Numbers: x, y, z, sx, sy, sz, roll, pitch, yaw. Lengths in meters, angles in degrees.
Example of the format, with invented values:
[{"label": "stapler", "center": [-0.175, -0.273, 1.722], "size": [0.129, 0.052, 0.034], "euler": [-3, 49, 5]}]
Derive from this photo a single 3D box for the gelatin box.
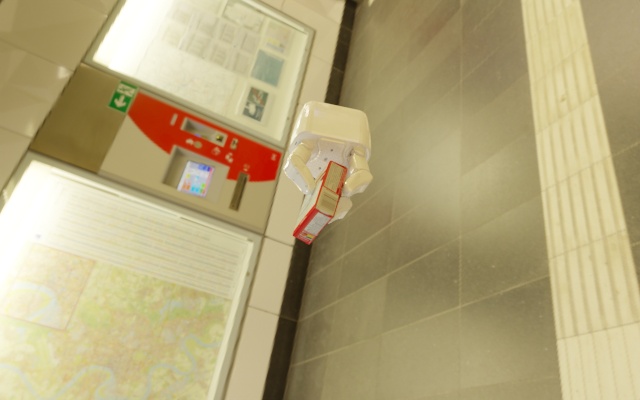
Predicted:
[{"label": "gelatin box", "center": [0.000, 0.002, 0.623], "size": [0.030, 0.089, 0.073], "euler": [27, -41, -11]}]
